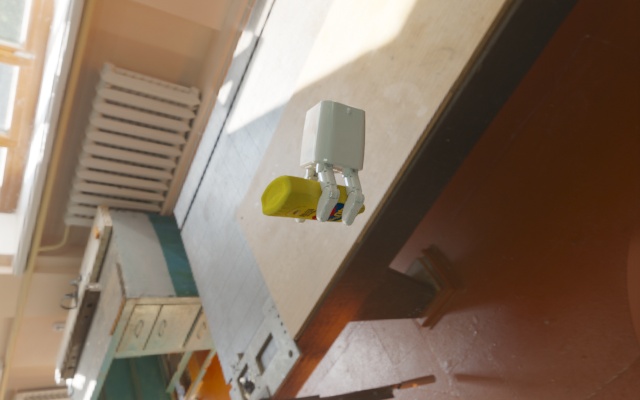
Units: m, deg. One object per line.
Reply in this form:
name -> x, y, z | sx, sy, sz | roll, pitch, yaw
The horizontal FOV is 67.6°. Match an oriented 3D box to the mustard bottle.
mustard bottle -> 0.000, 0.003, 0.830 | 0.191, 0.058, 0.096 | 8, -30, -35
